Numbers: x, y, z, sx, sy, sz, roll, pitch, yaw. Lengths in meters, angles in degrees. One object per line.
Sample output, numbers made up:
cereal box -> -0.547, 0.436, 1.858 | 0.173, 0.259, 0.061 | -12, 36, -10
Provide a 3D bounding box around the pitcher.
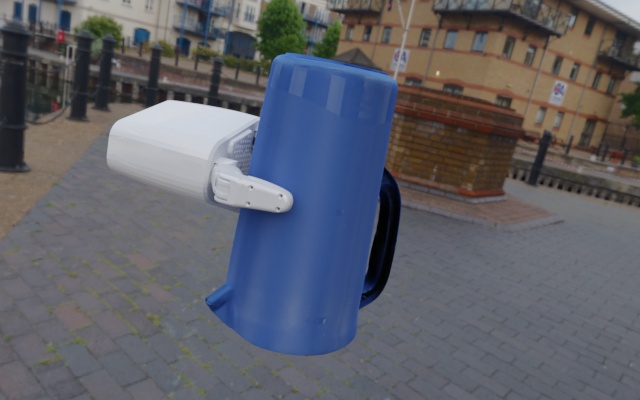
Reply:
pitcher -> 0.000, 0.001, 0.434 | 0.145, 0.243, 0.149 | 15, 14, 13
